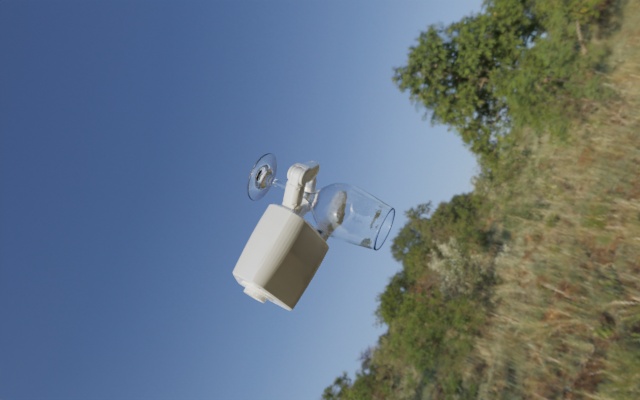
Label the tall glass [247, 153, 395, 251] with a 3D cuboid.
[{"bbox_3d":[0.000,0.002,0.666,0.201,0.079,0.079,23,8,20],"label":"tall glass"}]
